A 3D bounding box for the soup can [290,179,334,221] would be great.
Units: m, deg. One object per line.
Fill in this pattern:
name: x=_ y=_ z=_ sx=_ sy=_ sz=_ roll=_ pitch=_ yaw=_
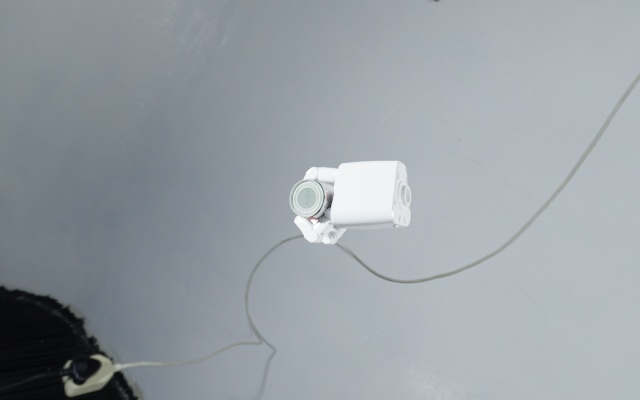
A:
soup can: x=0.000 y=0.003 z=0.832 sx=0.068 sy=0.068 sz=0.102 roll=0 pitch=-7 yaw=28
